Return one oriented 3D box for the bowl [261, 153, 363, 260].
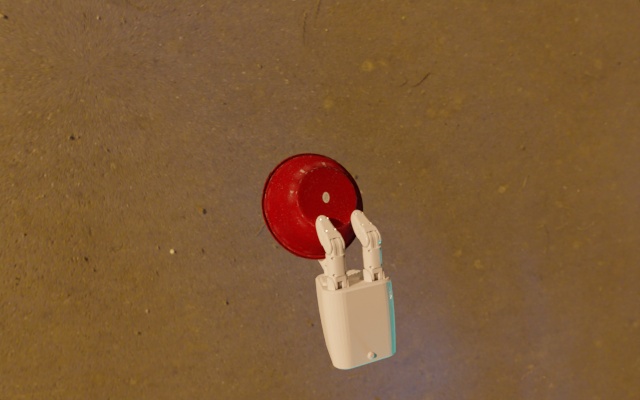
[{"bbox_3d":[0.000,0.001,0.684,0.162,0.162,0.055,0,-12,-22],"label":"bowl"}]
